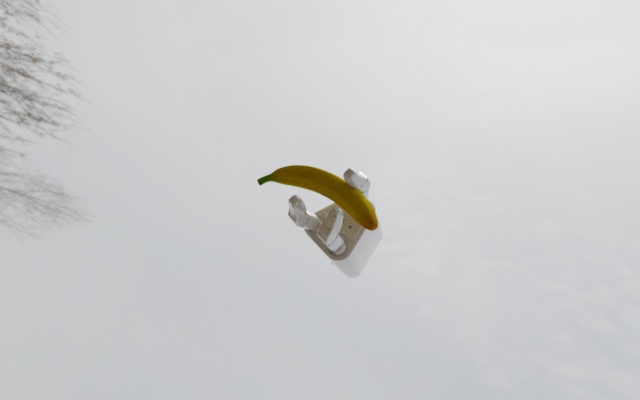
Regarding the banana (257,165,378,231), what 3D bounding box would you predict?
[{"bbox_3d":[0.006,-0.013,0.713,0.198,0.069,0.037,21,-29,21],"label":"banana"}]
